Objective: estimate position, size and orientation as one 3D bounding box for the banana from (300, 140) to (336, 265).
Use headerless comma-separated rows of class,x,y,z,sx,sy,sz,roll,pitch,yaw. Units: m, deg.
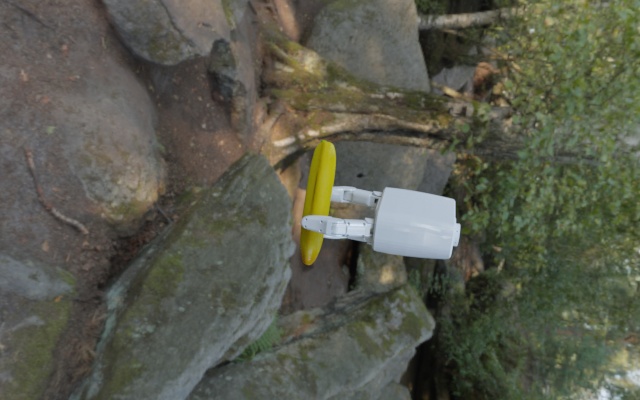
banana,-0.001,-0.006,0.697,0.037,0.197,0.070,8,-14,8
